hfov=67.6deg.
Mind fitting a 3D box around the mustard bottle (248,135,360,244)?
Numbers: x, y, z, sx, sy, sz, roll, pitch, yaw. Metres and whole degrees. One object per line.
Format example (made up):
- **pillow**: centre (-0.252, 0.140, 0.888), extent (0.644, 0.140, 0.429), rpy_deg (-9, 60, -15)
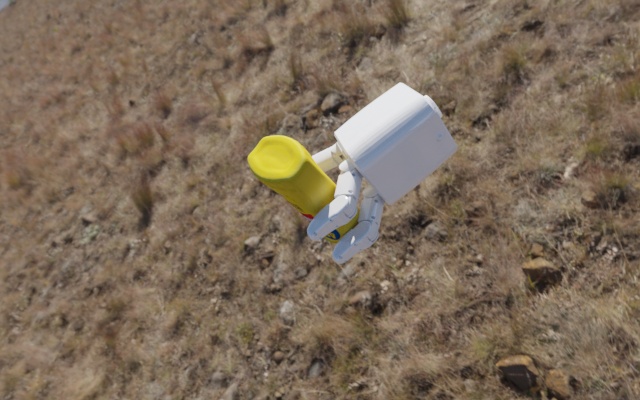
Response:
- **mustard bottle**: centre (0.000, 0.002, 0.579), extent (0.096, 0.058, 0.192), rpy_deg (27, -13, 47)
